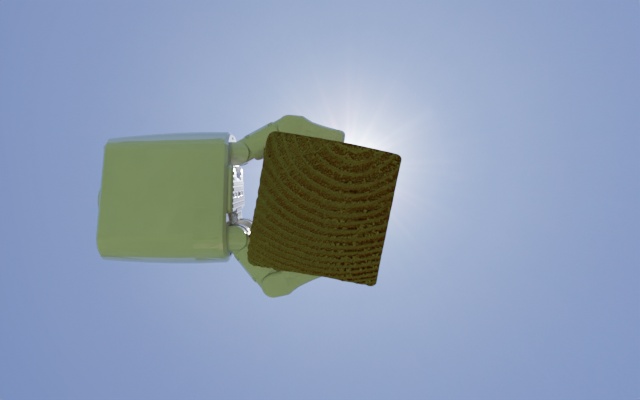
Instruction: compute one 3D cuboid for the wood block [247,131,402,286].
[{"bbox_3d":[0.000,0.001,0.411,0.090,0.091,0.206,10,3,-2],"label":"wood block"}]
